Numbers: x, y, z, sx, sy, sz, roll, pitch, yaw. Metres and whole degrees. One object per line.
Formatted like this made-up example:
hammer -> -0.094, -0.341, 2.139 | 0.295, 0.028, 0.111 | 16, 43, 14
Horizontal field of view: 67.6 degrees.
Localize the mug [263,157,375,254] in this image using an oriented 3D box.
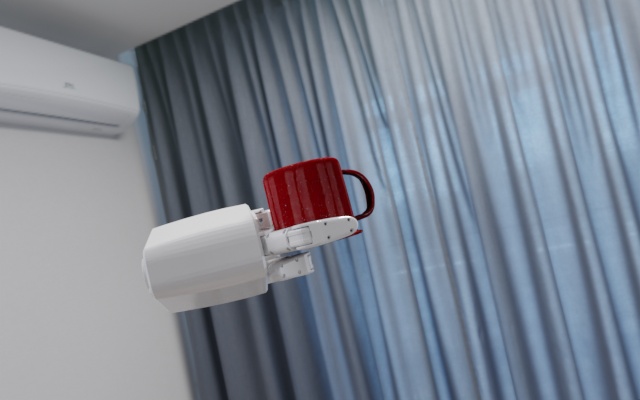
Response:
mug -> 0.001, 0.001, 0.492 | 0.117, 0.081, 0.093 | -14, -2, -12
